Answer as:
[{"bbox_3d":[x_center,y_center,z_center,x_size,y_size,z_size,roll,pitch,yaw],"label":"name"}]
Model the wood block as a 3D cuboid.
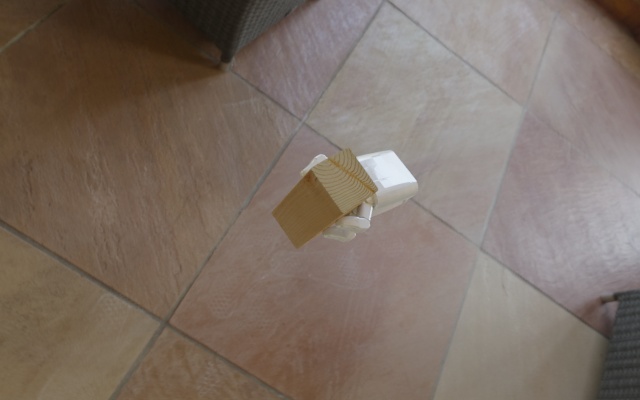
[{"bbox_3d":[0.000,0.002,0.855,0.090,0.091,0.206,-32,-6,-32],"label":"wood block"}]
